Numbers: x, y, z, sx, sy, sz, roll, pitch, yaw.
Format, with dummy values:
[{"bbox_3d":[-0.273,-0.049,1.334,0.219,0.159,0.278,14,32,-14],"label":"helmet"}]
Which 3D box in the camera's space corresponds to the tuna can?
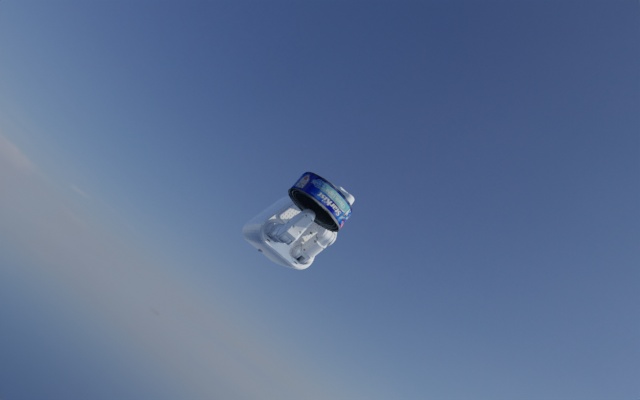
[{"bbox_3d":[0.000,0.002,0.635,0.086,0.033,0.086,36,-17,13],"label":"tuna can"}]
